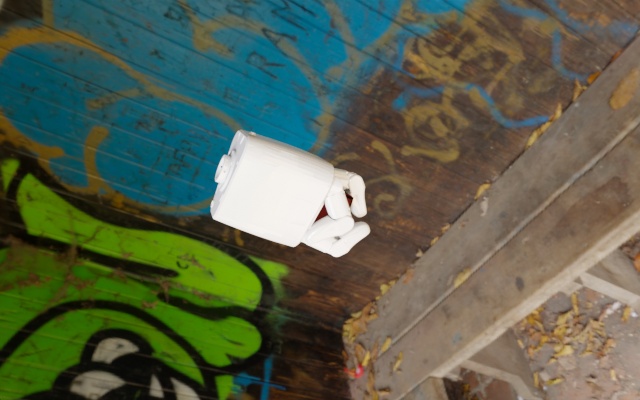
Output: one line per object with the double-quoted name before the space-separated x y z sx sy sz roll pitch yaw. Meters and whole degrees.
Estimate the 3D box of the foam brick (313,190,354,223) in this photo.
"foam brick" 0.000 0.002 0.626 0.051 0.053 0.078 19 8 -21
